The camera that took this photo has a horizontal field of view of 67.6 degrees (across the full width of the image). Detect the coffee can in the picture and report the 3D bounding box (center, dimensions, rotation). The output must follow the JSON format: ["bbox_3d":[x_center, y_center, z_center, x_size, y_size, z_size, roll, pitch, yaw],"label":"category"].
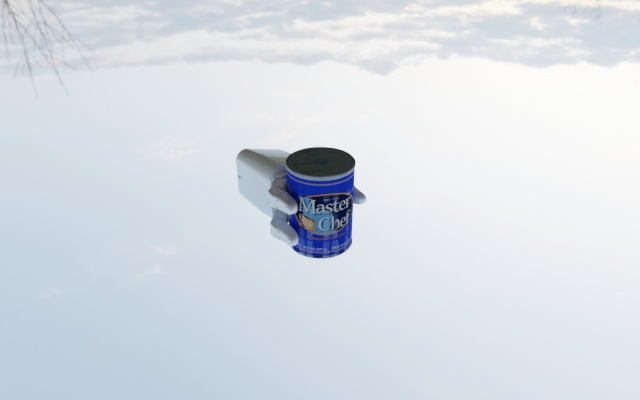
[{"bbox_3d":[0.000,0.002,0.729,0.103,0.140,0.102,0,30,0],"label":"coffee can"}]
